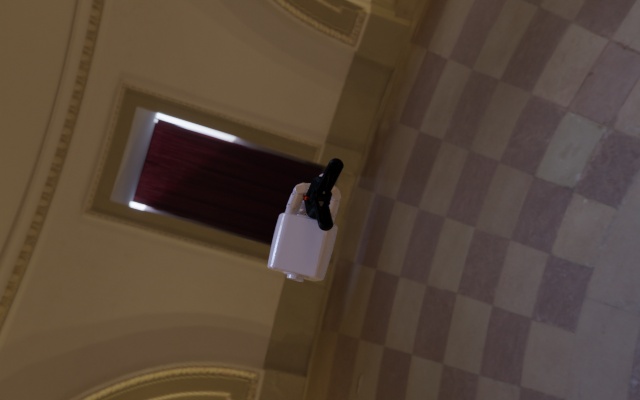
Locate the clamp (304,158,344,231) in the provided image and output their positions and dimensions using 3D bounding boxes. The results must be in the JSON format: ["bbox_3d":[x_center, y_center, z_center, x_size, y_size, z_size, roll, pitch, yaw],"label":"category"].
[{"bbox_3d":[0.000,0.003,0.847,0.039,0.120,0.171,16,-15,-9],"label":"clamp"}]
